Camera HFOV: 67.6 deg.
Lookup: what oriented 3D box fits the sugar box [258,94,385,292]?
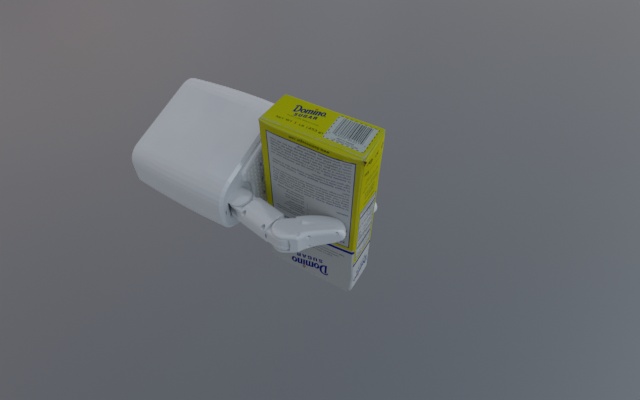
[{"bbox_3d":[0.000,0.001,0.424,0.093,0.048,0.176,24,-36,19],"label":"sugar box"}]
